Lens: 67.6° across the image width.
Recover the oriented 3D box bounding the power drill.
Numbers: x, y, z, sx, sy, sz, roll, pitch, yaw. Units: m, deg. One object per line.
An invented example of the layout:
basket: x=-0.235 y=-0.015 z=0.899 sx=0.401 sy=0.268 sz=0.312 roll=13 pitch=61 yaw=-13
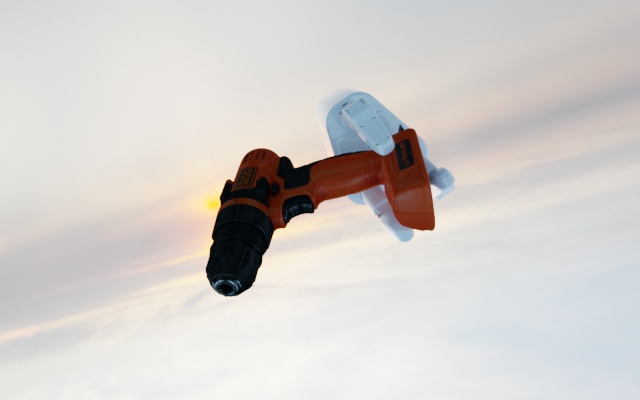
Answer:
power drill: x=0.001 y=0.001 z=0.417 sx=0.187 sy=0.057 sz=0.184 roll=-8 pitch=37 yaw=10
